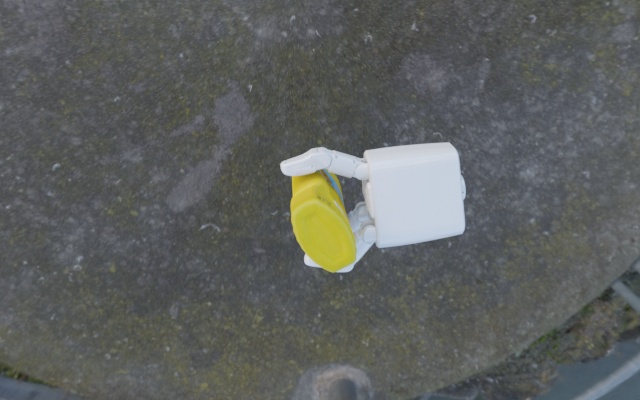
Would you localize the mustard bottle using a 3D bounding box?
[{"bbox_3d":[0.000,0.002,0.599,0.058,0.096,0.191,-30,22,10],"label":"mustard bottle"}]
